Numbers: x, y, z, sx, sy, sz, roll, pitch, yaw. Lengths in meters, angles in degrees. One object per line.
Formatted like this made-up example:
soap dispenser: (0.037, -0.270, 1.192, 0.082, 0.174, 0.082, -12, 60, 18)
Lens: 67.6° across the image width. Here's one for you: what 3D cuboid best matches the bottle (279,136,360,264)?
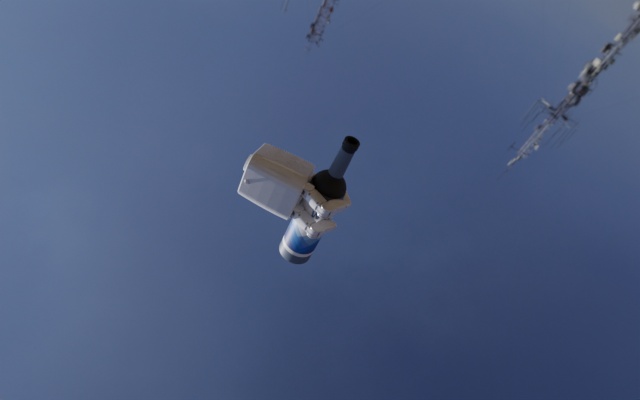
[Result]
bottle: (0.000, 0.003, 0.875, 0.069, 0.069, 0.296, 0, -43, -29)
